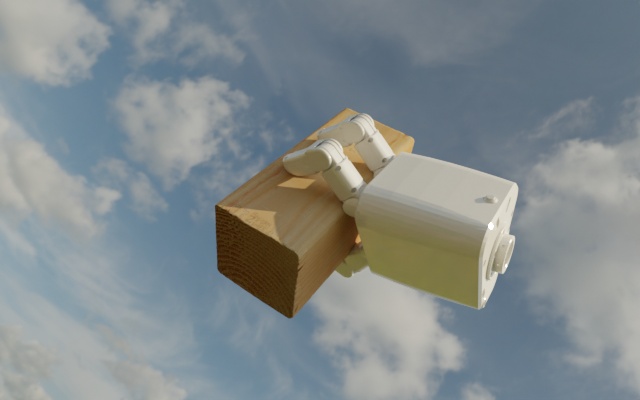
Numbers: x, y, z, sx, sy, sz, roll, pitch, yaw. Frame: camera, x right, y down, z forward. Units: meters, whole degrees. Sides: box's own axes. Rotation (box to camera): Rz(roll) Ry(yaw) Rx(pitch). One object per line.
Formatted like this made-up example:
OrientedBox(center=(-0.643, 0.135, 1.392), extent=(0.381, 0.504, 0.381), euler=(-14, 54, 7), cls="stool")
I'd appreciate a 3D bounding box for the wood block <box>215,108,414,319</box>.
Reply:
OrientedBox(center=(0.000, 0.002, 0.472), extent=(0.090, 0.091, 0.206), euler=(28, 45, 21), cls="wood block")
